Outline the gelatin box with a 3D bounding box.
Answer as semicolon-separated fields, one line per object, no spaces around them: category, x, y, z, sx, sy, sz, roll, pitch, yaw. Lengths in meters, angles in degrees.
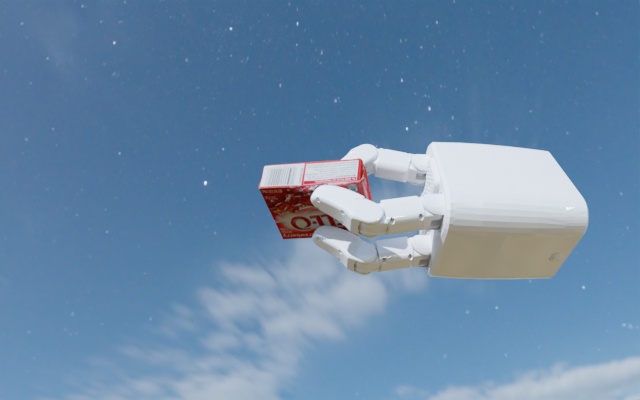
gelatin box;0.000;0.001;0.416;0.089;0.030;0.073;-3;-41;15
